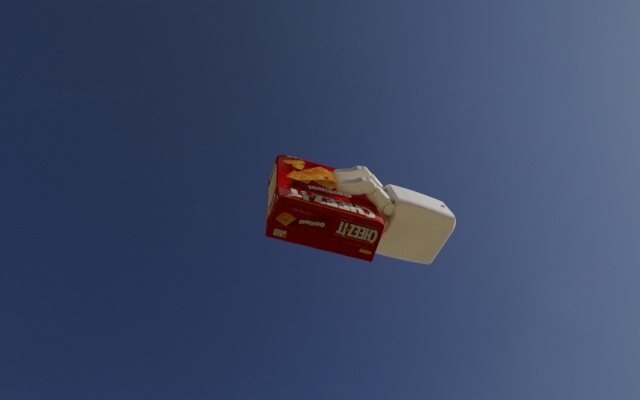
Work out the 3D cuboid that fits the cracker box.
[{"bbox_3d":[0.000,0.003,0.770,0.164,0.072,0.213,14,20,-11],"label":"cracker box"}]
